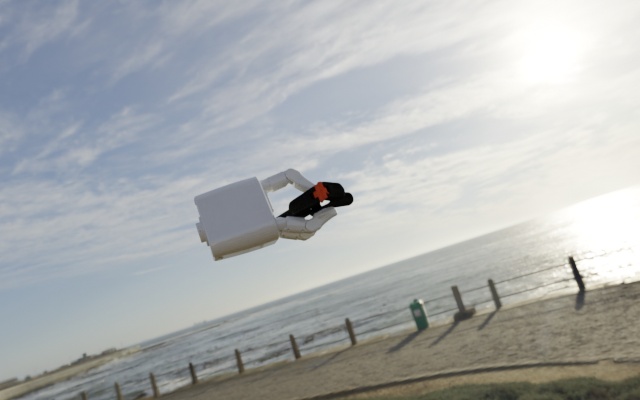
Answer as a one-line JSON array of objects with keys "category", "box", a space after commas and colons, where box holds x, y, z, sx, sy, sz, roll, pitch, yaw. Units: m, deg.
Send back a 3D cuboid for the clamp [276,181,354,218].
[{"category": "clamp", "box": [0.000, 0.002, 0.799, 0.164, 0.036, 0.210, -20, -8, -15]}]
